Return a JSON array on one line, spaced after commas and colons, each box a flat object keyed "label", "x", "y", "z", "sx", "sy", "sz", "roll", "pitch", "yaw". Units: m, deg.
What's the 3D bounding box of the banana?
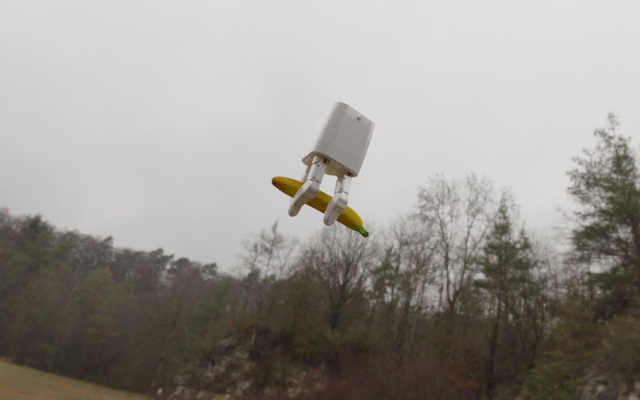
[{"label": "banana", "x": 0.002, "y": 0.003, "z": 0.868, "sx": 0.198, "sy": 0.037, "sz": 0.069, "roll": 28, "pitch": 1, "yaw": -5}]
